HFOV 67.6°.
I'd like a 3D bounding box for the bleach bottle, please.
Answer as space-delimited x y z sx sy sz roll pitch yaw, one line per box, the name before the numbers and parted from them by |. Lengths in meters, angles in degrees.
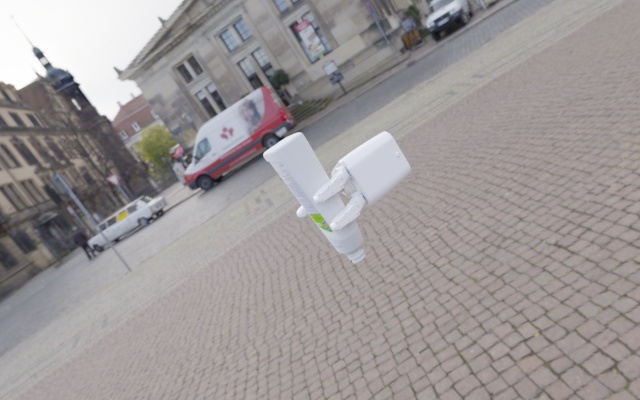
bleach bottle | 0.000 0.003 0.848 0.068 0.251 0.102 -37 13 -15
